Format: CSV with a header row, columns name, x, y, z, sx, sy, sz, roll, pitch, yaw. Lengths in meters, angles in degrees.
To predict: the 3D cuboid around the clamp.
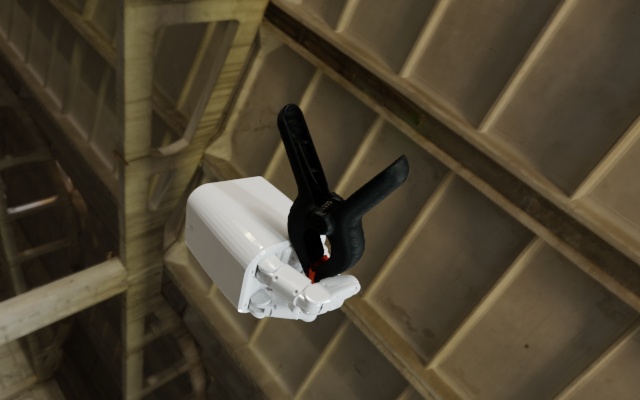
name,x,y,z,sx,sy,sz,roll,pitch,yaw
clamp,0.001,0.001,0.418,0.120,0.172,0.039,40,44,23
